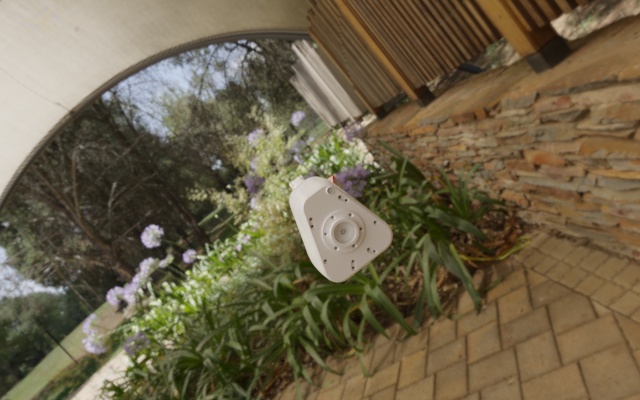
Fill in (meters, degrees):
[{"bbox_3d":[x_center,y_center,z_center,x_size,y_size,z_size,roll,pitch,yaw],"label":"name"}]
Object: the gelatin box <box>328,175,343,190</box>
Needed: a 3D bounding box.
[{"bbox_3d":[0.000,0.002,0.720,0.073,0.030,0.089,-37,13,10],"label":"gelatin box"}]
